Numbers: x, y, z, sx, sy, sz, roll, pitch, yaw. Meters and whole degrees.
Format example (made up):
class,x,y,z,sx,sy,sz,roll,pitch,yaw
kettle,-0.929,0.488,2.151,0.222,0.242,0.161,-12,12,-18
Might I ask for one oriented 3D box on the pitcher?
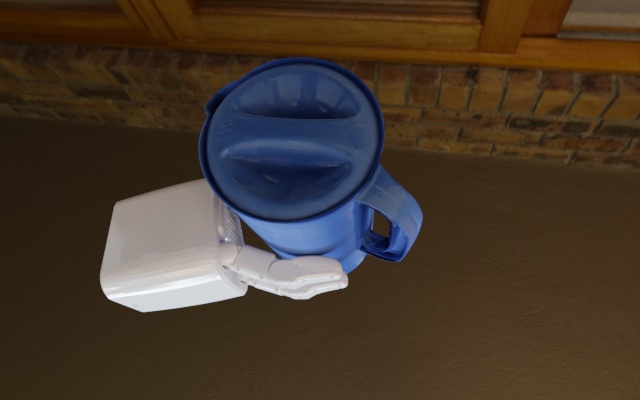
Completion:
class,x,y,z,sx,sy,sz,roll,pitch,yaw
pitcher,0.000,0.001,0.437,0.145,0.149,0.243,-13,-23,2
